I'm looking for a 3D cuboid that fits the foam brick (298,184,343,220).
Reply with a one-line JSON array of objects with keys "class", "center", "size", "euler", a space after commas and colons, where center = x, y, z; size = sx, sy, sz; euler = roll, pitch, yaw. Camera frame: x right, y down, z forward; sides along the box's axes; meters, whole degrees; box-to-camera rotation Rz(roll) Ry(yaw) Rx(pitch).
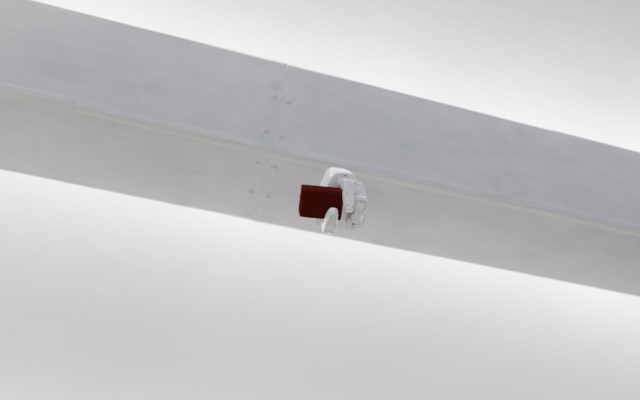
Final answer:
[{"class": "foam brick", "center": [0.000, 0.003, 0.875], "size": [0.078, 0.053, 0.051], "euler": [6, 12, -8]}]
